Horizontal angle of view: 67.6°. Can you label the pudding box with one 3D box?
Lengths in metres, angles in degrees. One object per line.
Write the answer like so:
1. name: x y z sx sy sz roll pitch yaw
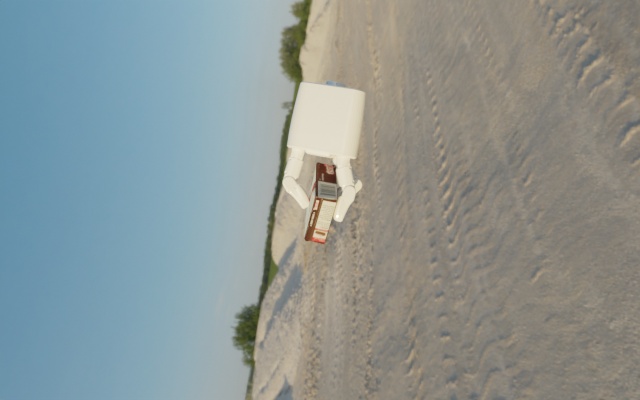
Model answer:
1. pudding box: 0.000 0.002 0.788 0.039 0.090 0.113 11 32 -5
